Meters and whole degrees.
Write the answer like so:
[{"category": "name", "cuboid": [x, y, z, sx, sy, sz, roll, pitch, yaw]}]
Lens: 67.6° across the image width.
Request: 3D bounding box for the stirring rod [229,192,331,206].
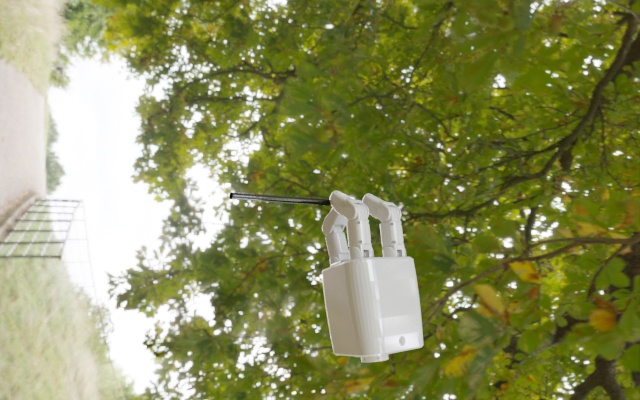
[{"category": "stirring rod", "cuboid": [0.000, 0.002, 0.582, 0.239, 0.011, 0.011, 4, -3, -37]}]
